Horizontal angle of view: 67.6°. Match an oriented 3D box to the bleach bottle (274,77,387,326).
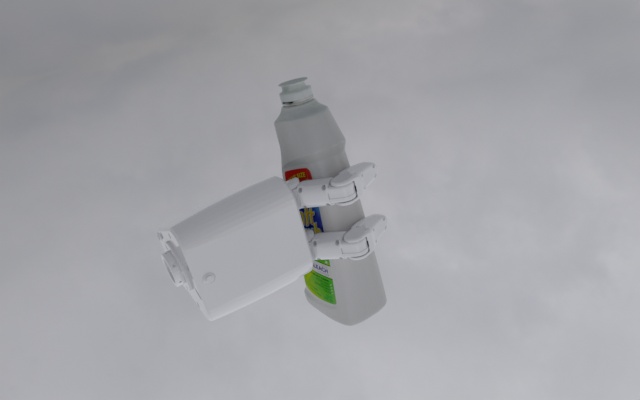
[{"bbox_3d":[0.000,0.002,0.490,0.068,0.251,0.102,-26,25,-25],"label":"bleach bottle"}]
